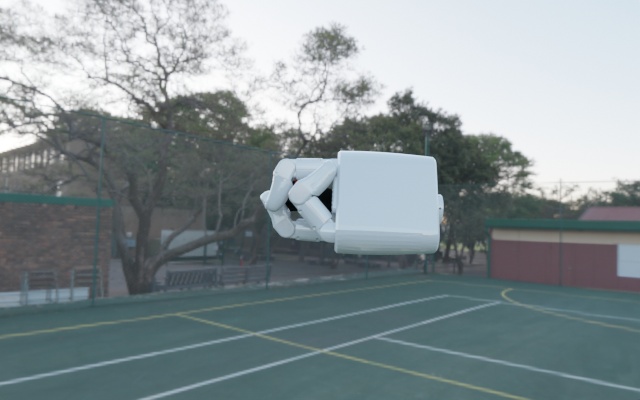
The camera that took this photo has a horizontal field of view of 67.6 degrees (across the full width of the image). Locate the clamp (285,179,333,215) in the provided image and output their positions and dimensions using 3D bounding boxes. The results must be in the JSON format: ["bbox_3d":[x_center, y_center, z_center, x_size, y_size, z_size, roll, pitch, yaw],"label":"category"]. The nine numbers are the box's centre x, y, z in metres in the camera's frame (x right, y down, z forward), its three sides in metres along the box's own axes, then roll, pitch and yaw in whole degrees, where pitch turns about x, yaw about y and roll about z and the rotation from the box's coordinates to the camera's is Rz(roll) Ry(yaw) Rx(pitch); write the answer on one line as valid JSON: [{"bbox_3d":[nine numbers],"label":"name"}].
[{"bbox_3d":[0.000,0.001,0.611,0.120,0.039,0.171,2,-4,2],"label":"clamp"}]
